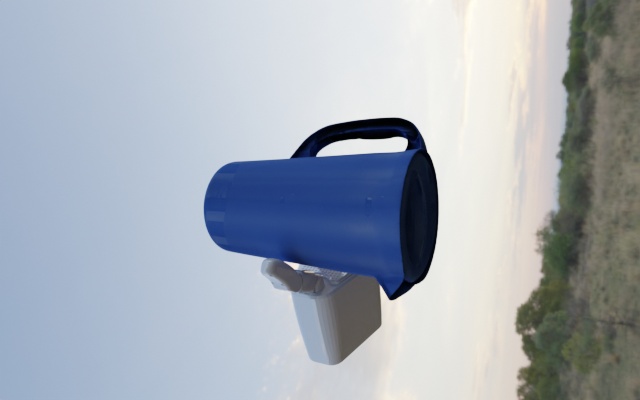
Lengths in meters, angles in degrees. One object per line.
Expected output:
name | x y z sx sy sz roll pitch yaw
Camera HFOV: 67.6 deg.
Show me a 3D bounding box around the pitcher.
pitcher | 0.000 0.002 0.519 0.243 0.145 0.149 3 29 28
